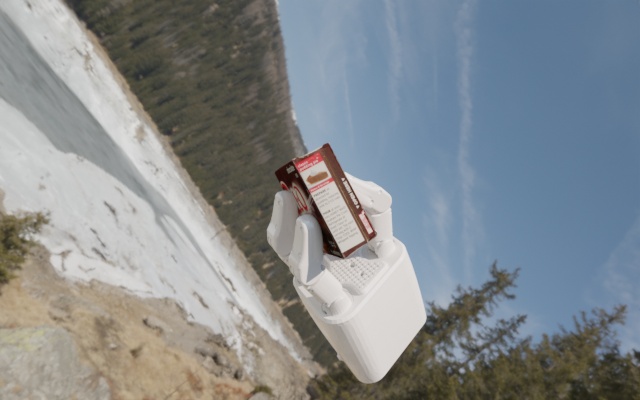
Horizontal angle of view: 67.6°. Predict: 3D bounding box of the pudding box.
[{"bbox_3d":[0.000,0.001,0.428,0.039,0.090,0.113,-30,5,-14],"label":"pudding box"}]
